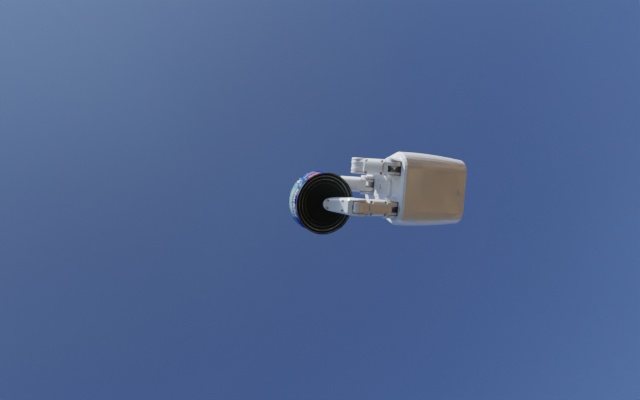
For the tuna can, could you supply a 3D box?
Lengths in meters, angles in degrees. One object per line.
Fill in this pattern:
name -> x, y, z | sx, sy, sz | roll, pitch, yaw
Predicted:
tuna can -> 0.000, 0.002, 0.662 | 0.086, 0.086, 0.033 | 0, 8, -25
